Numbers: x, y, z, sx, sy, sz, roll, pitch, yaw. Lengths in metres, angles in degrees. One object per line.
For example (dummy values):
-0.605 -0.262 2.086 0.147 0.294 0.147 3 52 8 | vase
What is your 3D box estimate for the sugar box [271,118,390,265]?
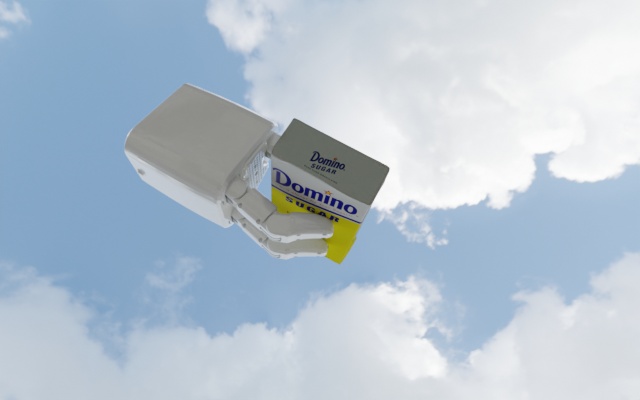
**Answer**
0.000 0.002 0.459 0.093 0.048 0.176 28 -20 7 | sugar box
